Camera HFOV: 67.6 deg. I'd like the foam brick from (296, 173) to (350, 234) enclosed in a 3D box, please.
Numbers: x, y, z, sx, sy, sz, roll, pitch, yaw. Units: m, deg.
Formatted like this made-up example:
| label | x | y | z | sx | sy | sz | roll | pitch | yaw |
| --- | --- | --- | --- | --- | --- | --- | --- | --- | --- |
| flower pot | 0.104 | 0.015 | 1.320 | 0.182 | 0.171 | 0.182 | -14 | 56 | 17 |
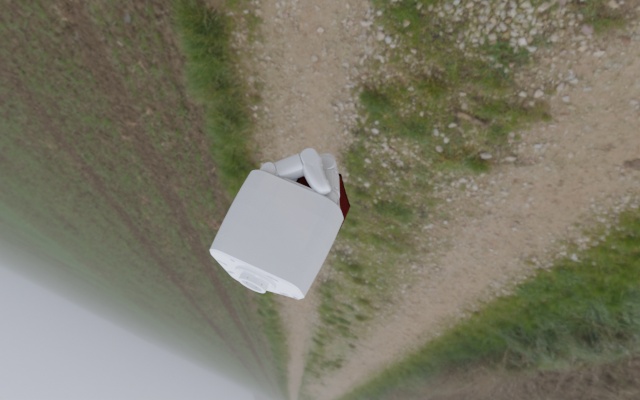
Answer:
| label | x | y | z | sx | sy | sz | roll | pitch | yaw |
| --- | --- | --- | --- | --- | --- | --- | --- | --- | --- |
| foam brick | 0.000 | 0.002 | 0.606 | 0.053 | 0.051 | 0.078 | 14 | -27 | 22 |
